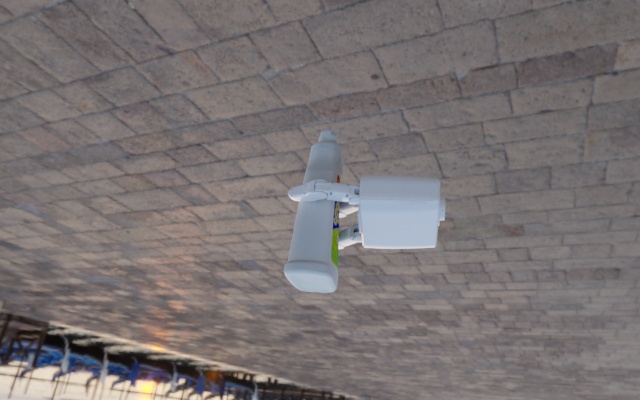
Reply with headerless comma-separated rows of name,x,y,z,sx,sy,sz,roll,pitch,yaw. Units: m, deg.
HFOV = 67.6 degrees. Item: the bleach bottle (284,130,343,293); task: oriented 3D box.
bleach bottle,0.000,0.002,0.709,0.068,0.250,0.103,1,-26,11
